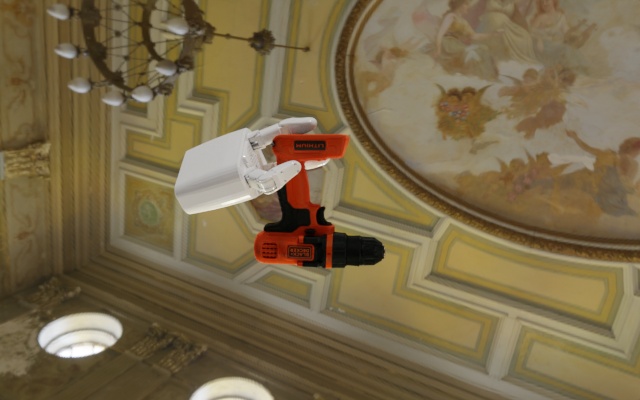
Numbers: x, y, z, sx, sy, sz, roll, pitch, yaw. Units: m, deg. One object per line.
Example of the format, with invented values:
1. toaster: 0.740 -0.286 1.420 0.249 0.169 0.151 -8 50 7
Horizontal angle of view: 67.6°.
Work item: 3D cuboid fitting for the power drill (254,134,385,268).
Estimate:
1. power drill: 0.000 0.002 0.663 0.184 0.187 0.057 1 5 0
